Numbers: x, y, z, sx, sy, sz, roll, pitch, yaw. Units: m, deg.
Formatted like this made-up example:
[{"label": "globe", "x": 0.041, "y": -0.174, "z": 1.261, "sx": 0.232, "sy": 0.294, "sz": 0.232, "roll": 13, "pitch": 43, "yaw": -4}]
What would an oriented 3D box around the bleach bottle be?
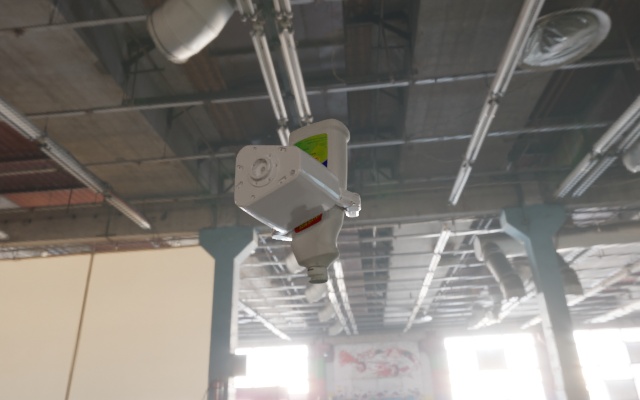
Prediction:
[{"label": "bleach bottle", "x": 0.000, "y": 0.002, "z": 0.747, "sx": 0.102, "sy": 0.250, "sz": 0.068, "roll": -14, "pitch": -25, "yaw": 25}]
